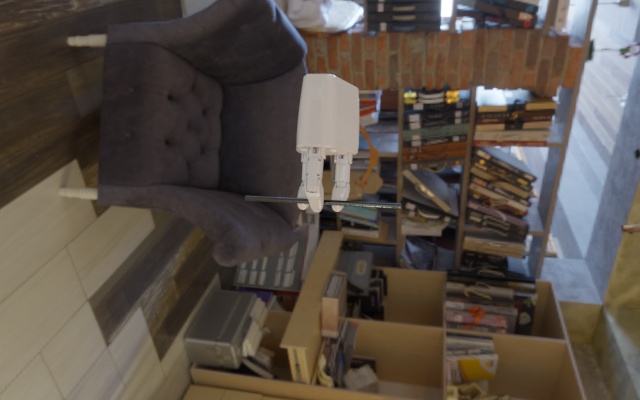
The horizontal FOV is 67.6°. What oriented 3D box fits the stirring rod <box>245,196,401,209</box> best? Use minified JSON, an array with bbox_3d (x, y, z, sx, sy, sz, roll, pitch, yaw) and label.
[{"bbox_3d":[0.000,0.002,0.721,0.239,0.011,0.011,3,1,13],"label":"stirring rod"}]
